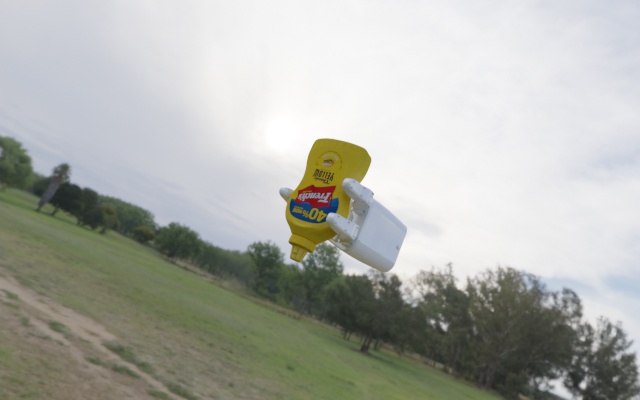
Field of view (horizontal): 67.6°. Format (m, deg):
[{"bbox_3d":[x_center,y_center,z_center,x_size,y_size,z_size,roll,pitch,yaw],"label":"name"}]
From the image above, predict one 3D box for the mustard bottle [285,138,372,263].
[{"bbox_3d":[0.000,0.002,0.716,0.096,0.191,0.058,16,-15,27],"label":"mustard bottle"}]
